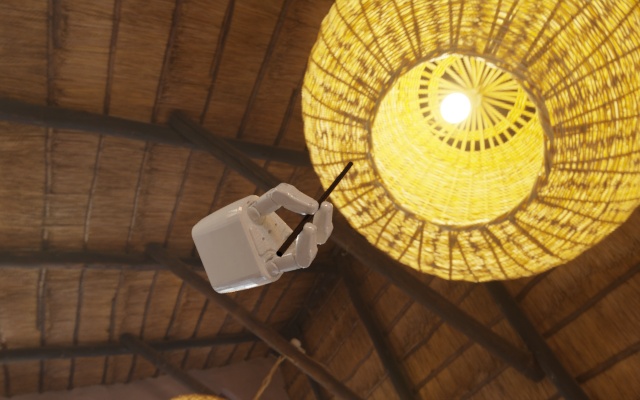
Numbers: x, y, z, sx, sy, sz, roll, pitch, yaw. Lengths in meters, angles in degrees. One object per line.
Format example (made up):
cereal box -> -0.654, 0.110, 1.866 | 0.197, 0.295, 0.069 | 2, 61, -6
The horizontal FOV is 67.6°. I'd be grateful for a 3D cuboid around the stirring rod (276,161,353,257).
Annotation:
stirring rod -> 0.000, 0.002, 0.621 | 0.011, 0.011, 0.239 | 0, 28, 26
